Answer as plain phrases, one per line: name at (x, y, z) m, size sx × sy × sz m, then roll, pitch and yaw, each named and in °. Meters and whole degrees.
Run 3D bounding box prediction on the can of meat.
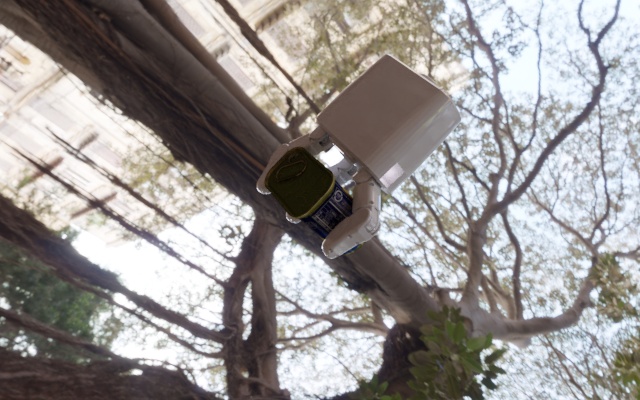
can of meat at (0.000, 0.002, 0.496) m, size 0.084 × 0.057 × 0.102 m, roll 43°, pitch 1°, yaw -37°
